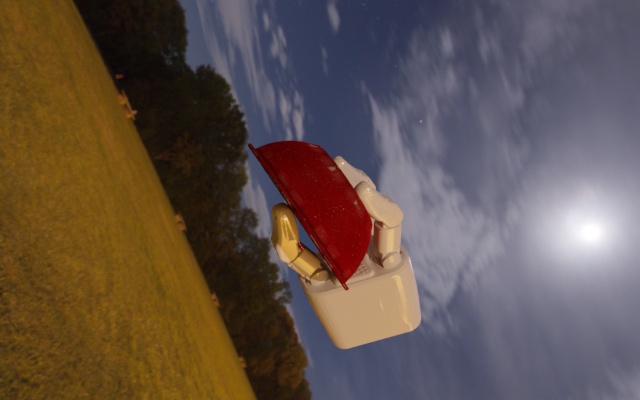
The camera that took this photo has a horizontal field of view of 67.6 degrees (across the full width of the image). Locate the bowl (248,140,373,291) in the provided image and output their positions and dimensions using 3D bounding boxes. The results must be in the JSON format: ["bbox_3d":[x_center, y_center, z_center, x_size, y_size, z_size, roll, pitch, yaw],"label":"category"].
[{"bbox_3d":[0.000,0.000,0.441,0.055,0.162,0.162,-34,2,-3],"label":"bowl"}]
